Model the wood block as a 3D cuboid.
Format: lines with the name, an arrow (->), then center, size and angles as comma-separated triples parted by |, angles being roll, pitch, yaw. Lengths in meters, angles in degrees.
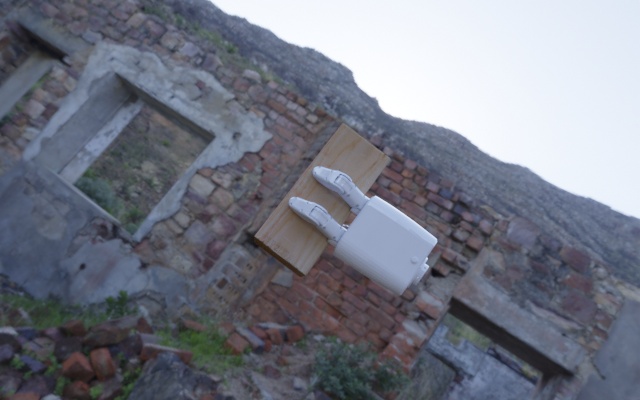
wood block -> 0.000, 0.002, 0.702 | 0.090, 0.206, 0.091 | 37, -13, 1
